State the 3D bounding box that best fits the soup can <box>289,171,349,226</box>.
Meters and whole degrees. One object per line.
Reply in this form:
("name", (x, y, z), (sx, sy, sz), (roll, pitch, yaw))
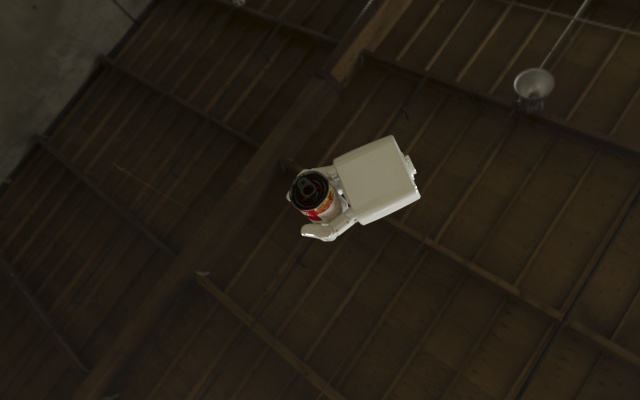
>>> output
("soup can", (0.000, 0.003, 0.786), (0.068, 0.068, 0.102), (0, -22, 23))
